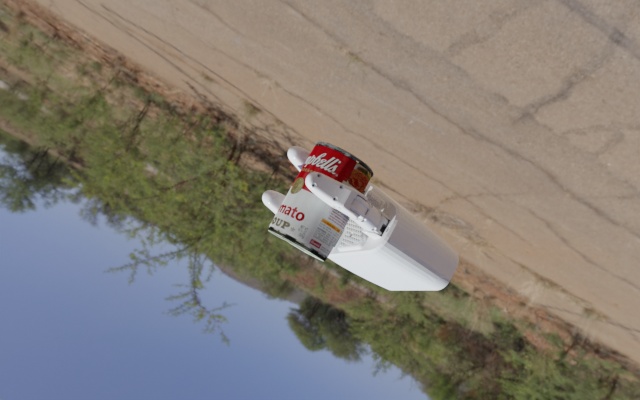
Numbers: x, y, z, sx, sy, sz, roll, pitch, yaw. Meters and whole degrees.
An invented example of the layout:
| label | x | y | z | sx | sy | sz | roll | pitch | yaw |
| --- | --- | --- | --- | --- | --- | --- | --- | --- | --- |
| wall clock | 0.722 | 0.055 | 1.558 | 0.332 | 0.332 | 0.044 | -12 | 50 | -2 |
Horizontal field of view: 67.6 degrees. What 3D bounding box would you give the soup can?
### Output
| label | x | y | z | sx | sy | sz | roll | pitch | yaw |
| --- | --- | --- | --- | --- | --- | --- | --- | --- | --- |
| soup can | 0.000 | 0.002 | 0.483 | 0.068 | 0.102 | 0.068 | 29 | -8 | 4 |
